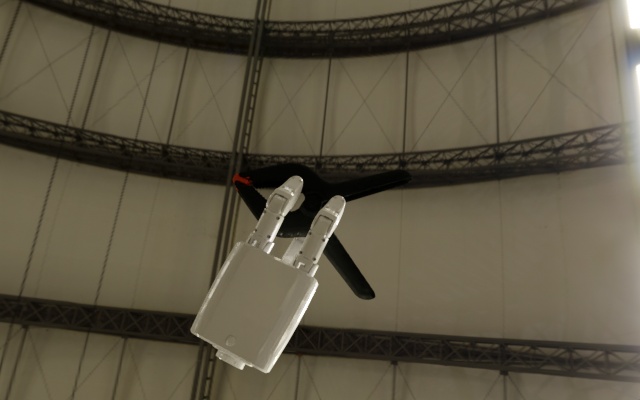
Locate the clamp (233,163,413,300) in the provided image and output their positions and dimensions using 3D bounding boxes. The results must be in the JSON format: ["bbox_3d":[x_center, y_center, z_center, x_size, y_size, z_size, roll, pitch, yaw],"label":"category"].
[{"bbox_3d":[-0.001,0.002,0.571,0.210,0.164,0.036,25,-20,9],"label":"clamp"}]
